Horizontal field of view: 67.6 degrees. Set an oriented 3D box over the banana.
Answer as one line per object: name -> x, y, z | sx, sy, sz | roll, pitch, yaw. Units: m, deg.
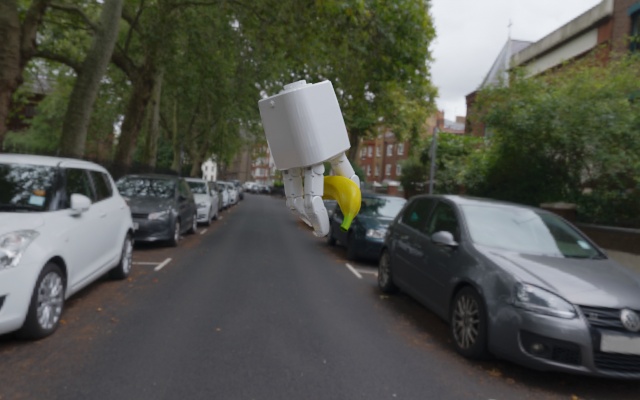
banana -> 0.015, -0.009, 0.725 | 0.069, 0.037, 0.197 | -41, 22, -8
